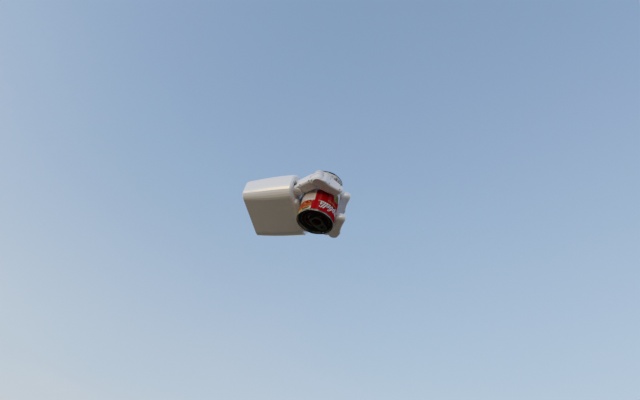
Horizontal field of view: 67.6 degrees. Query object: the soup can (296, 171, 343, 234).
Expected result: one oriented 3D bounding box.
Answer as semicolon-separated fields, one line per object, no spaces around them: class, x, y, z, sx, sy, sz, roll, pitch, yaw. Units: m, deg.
soup can;0.001;0.003;0.887;0.068;0.102;0.069;9;-42;8
